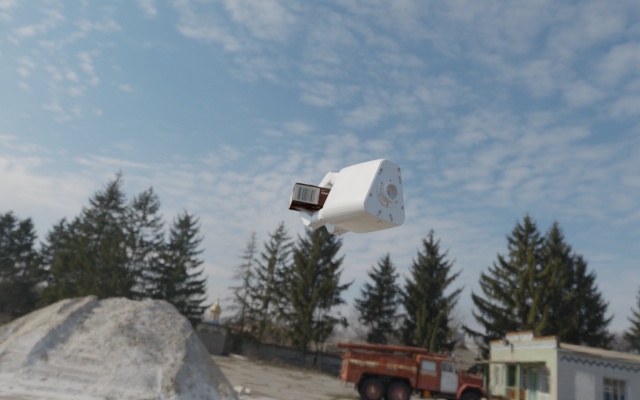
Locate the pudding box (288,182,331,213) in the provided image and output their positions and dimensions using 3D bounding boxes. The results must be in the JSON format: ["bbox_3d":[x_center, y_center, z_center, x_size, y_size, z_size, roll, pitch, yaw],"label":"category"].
[{"bbox_3d":[0.000,0.003,0.894,0.113,0.039,0.090,12,-14,-5],"label":"pudding box"}]
